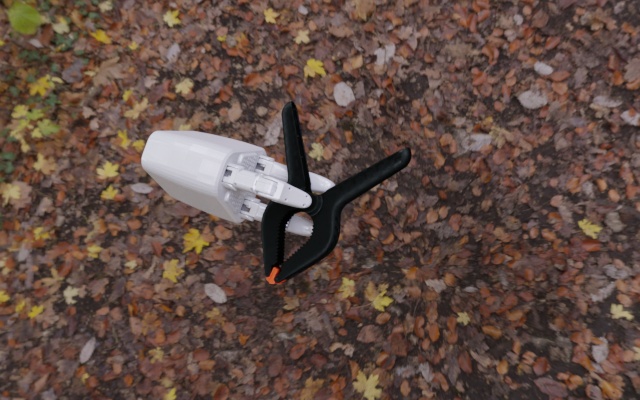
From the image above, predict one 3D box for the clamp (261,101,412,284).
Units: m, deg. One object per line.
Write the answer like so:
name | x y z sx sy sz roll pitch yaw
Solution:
clamp | -0.001 0.002 0.543 0.164 0.210 0.036 18 -4 19
